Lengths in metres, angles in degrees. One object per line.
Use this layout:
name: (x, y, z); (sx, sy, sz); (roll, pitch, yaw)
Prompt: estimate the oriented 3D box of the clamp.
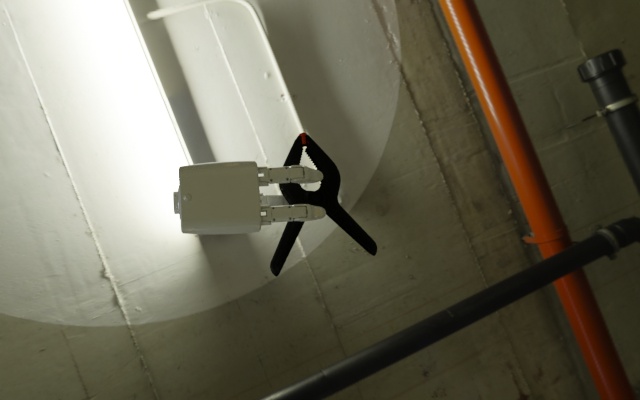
clamp: (0.000, 0.002, 0.720); (0.164, 0.210, 0.036); (-3, -6, -14)
